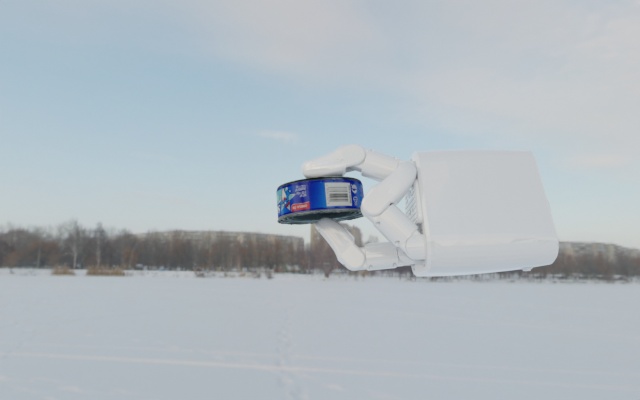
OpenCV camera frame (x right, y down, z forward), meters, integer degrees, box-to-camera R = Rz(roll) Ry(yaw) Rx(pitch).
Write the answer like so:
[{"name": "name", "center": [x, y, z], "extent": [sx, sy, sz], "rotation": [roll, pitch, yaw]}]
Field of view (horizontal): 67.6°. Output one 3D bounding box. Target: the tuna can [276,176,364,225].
[{"name": "tuna can", "center": [0.000, 0.001, 0.463], "extent": [0.086, 0.033, 0.086], "rotation": [-5, -9, -1]}]
